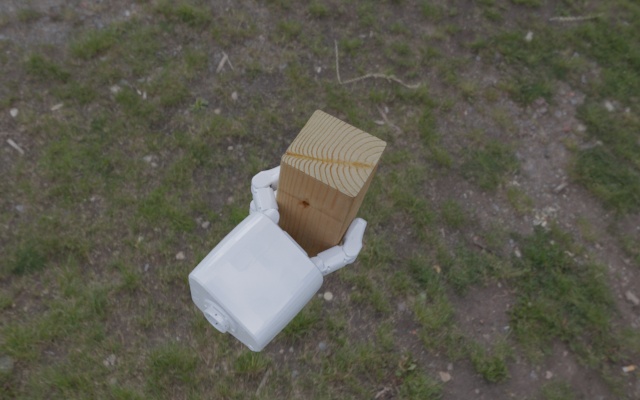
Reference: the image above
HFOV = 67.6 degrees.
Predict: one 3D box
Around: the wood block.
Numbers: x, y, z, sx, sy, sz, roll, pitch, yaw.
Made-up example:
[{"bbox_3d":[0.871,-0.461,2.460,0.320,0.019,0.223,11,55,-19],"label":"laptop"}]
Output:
[{"bbox_3d":[0.000,0.002,0.596,0.091,0.090,0.206,28,-33,7],"label":"wood block"}]
